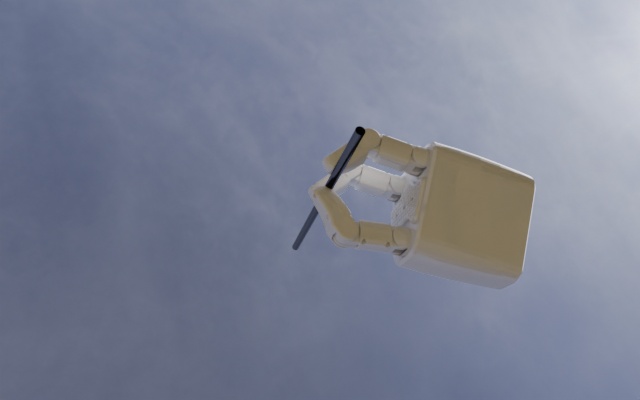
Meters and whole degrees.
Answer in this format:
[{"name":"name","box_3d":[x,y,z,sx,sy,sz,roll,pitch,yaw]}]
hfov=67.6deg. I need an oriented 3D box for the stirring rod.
[{"name":"stirring rod","box_3d":[0.000,0.002,0.457,0.011,0.011,0.240,0,-26,-16]}]
